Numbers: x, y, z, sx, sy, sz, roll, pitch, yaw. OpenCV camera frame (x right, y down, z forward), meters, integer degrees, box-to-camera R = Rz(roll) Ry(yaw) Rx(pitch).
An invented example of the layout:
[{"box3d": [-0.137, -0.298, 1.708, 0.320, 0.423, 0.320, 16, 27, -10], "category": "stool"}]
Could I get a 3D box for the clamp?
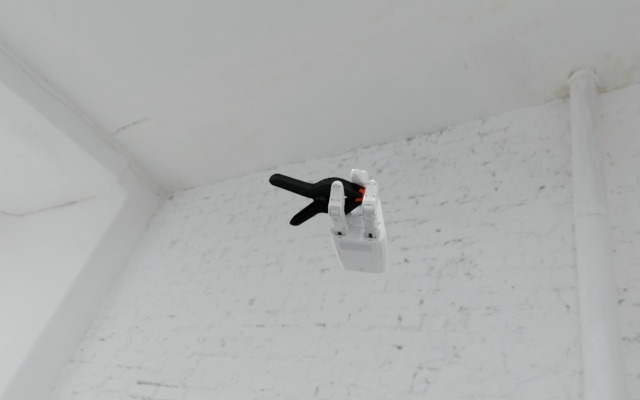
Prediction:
[{"box3d": [0.000, 0.002, 0.851, 0.171, 0.039, 0.120, 4, -40, 18], "category": "clamp"}]
